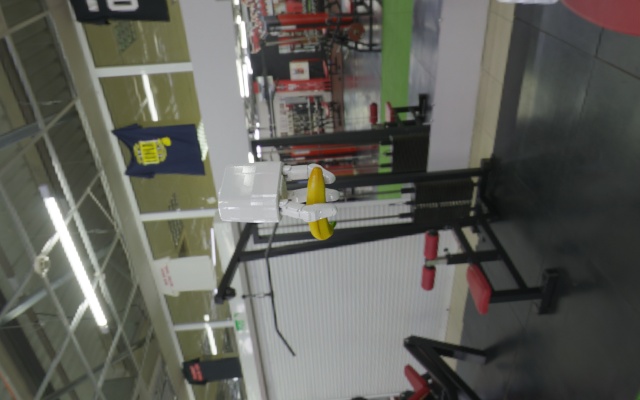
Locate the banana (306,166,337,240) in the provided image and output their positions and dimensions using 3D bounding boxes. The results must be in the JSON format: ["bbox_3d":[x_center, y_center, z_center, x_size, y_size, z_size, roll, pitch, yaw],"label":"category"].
[{"bbox_3d":[-0.002,0.020,0.872,0.037,0.069,0.198,3,-32,11],"label":"banana"}]
